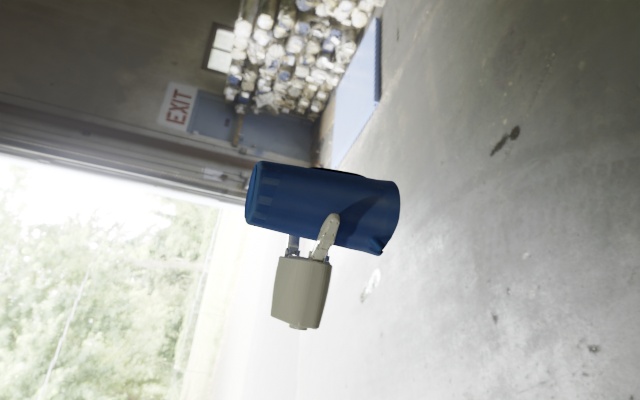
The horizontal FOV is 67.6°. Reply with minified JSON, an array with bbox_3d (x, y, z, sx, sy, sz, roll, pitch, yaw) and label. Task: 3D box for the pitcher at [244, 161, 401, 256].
[{"bbox_3d":[0.000,0.003,0.808,0.243,0.145,0.149,12,-6,-14],"label":"pitcher"}]
